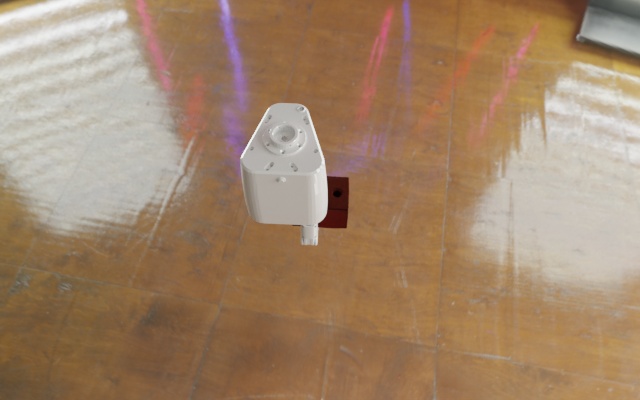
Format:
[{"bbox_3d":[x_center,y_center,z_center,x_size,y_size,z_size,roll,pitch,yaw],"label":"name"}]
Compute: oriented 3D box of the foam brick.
[{"bbox_3d":[0.000,0.002,0.644,0.078,0.053,0.051,2,-33,1],"label":"foam brick"}]
